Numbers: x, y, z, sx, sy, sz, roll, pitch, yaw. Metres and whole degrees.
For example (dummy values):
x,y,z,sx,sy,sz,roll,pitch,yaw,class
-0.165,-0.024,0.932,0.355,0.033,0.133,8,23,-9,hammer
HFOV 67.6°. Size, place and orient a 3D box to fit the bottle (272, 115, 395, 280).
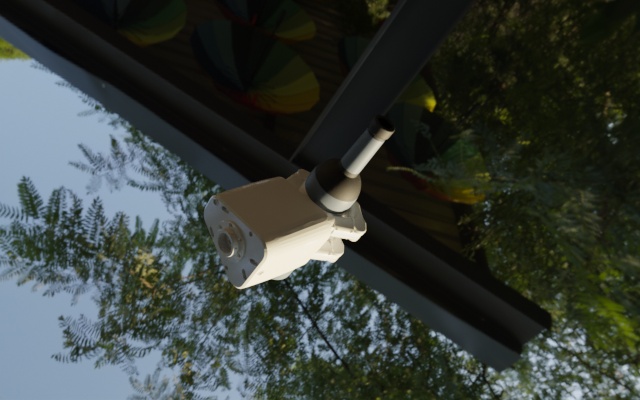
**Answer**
x,y,z,sx,sy,sz,roll,pitch,yaw,class
0.000,0.002,0.627,0.069,0.069,0.296,0,-37,-38,bottle
